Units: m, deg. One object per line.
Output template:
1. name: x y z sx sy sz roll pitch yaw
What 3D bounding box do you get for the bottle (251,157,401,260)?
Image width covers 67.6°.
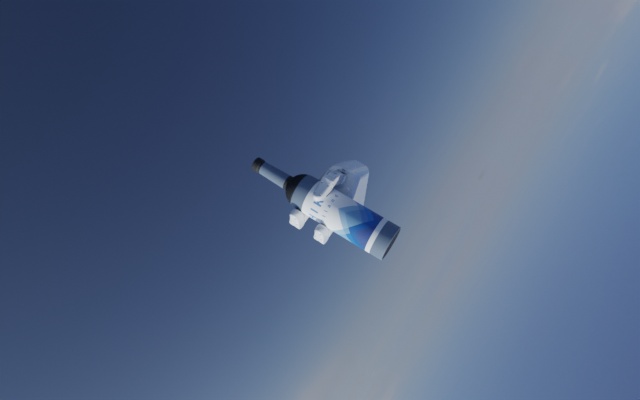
1. bottle: 0.000 0.003 0.863 0.295 0.069 0.069 31 8 15
